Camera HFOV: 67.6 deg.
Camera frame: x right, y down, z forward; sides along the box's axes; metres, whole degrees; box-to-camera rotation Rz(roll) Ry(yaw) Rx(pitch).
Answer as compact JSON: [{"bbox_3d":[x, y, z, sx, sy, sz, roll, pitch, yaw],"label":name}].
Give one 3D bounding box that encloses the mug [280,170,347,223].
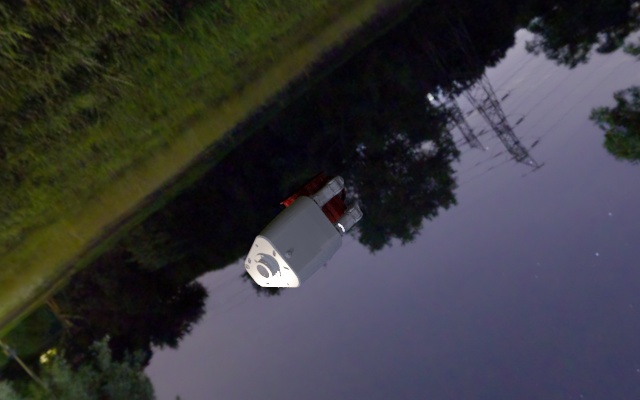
[{"bbox_3d":[0.001,0.002,0.814,0.117,0.081,0.093,-41,7,-38],"label":"mug"}]
